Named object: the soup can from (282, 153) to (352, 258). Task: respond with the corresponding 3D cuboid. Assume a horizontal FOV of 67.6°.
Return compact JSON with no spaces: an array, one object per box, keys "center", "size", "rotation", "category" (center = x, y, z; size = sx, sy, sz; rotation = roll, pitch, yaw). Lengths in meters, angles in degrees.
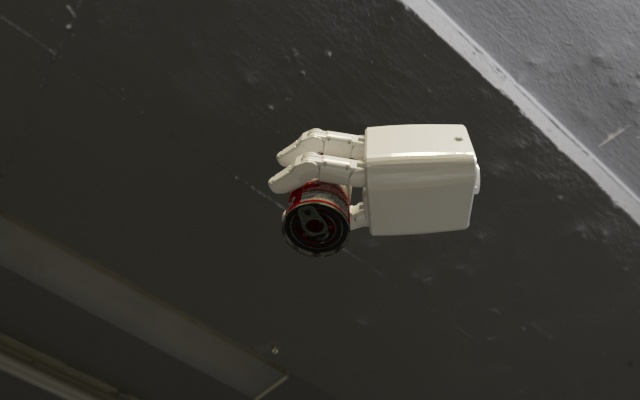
[{"center":[0.000,0.002,0.509],"size":[0.068,0.068,0.102],"rotation":[0,35,6],"category":"soup can"}]
